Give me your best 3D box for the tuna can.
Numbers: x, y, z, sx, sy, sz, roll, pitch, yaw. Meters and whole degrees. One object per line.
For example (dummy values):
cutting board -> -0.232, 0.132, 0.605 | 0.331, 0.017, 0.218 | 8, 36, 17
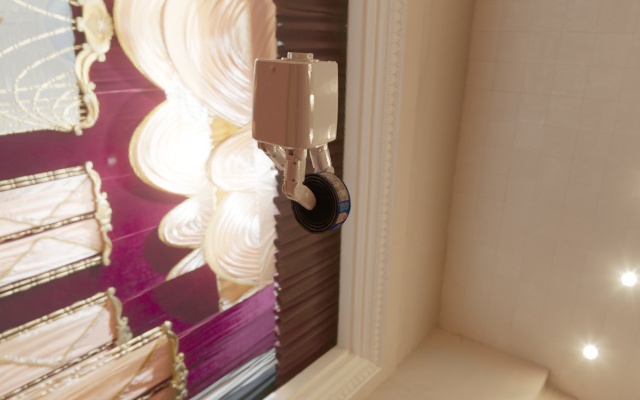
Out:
tuna can -> 0.000, 0.002, 0.674 | 0.086, 0.086, 0.034 | 0, 9, 40
